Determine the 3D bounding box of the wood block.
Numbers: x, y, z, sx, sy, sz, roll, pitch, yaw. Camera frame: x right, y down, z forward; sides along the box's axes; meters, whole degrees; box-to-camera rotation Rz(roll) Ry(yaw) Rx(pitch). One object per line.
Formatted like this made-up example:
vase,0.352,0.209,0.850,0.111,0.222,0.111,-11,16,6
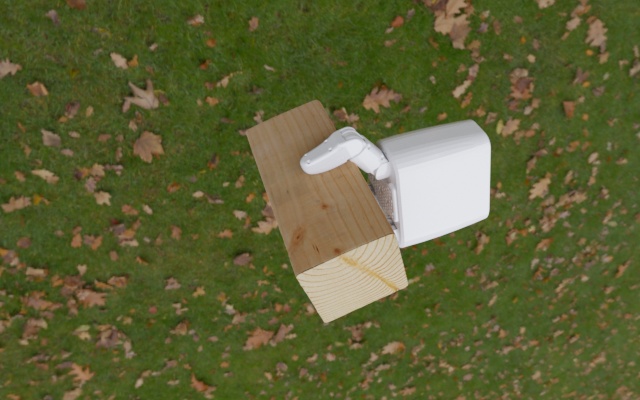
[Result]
wood block,0.000,0.001,0.485,0.090,0.206,0.091,-24,-43,-1
